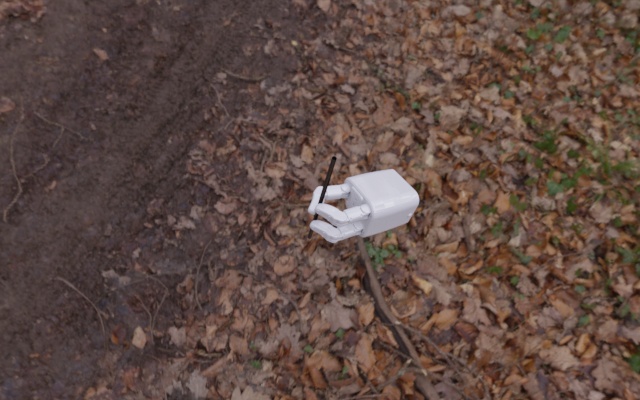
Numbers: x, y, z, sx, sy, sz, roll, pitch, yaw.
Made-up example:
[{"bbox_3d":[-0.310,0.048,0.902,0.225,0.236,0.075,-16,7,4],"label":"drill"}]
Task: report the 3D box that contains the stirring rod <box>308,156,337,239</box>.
[{"bbox_3d":[0.000,0.003,0.852,0.011,0.011,0.240,0,-36,-13],"label":"stirring rod"}]
